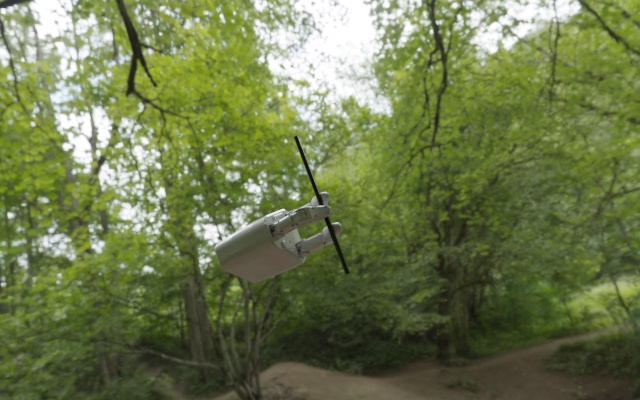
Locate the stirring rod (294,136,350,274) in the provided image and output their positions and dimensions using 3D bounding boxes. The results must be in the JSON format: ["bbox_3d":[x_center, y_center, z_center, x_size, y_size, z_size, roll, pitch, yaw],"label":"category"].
[{"bbox_3d":[0.000,0.003,0.755,0.011,0.239,0.011,-19,-17,-6],"label":"stirring rod"}]
